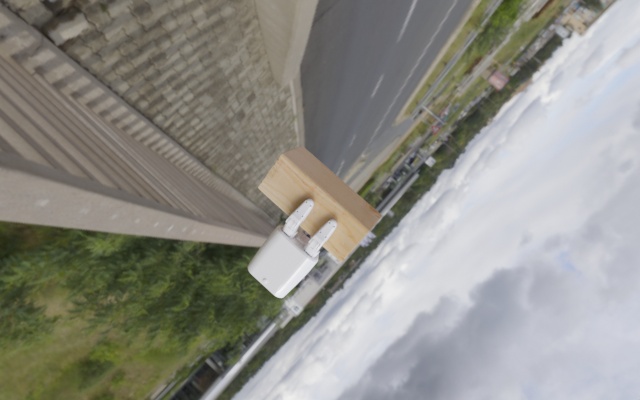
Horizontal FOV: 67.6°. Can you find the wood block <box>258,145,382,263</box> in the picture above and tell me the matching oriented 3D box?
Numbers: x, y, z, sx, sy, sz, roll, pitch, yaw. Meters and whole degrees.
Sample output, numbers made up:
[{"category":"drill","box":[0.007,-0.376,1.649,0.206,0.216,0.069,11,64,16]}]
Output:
[{"category":"wood block","box":[0.000,0.003,0.887,0.206,0.090,0.090,42,26,6]}]
